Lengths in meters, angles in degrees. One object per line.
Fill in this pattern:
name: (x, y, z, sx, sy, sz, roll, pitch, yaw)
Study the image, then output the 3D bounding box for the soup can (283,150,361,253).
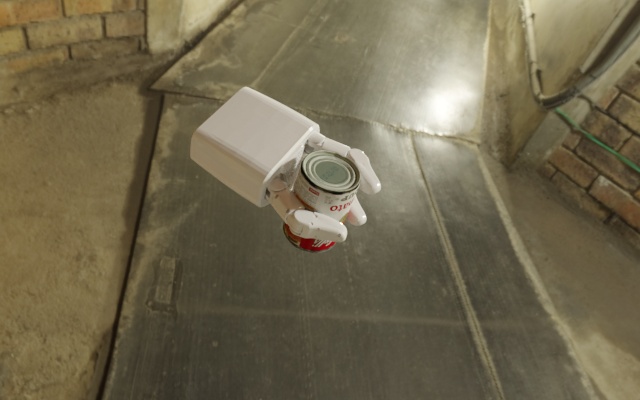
soup can: (0.001, 0.002, 0.539, 0.068, 0.068, 0.102, 0, -43, -19)
